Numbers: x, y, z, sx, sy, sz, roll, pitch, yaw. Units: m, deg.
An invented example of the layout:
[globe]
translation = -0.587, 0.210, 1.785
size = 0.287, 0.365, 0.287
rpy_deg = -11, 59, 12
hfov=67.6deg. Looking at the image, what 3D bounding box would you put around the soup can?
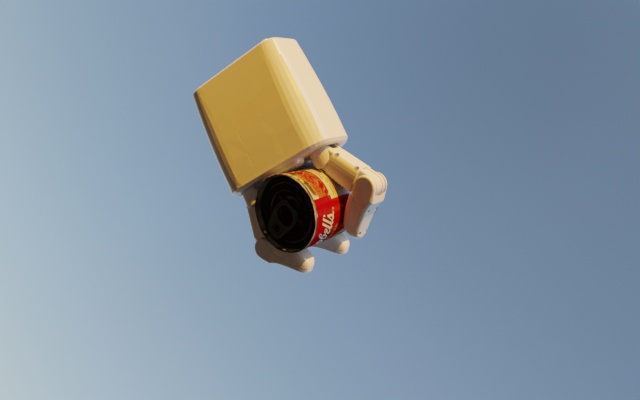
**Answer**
[soup can]
translation = 0.001, 0.002, 0.436
size = 0.068, 0.068, 0.102
rpy_deg = 0, 11, 38
